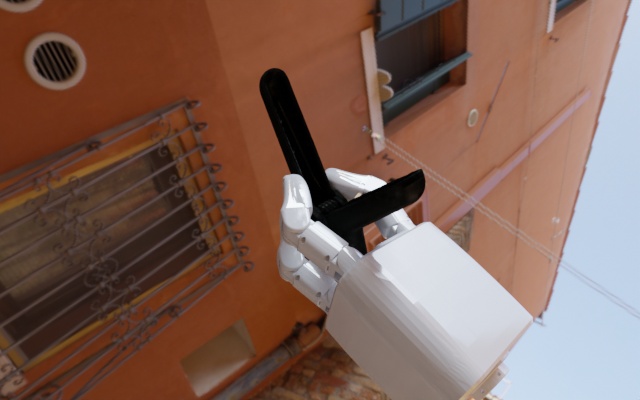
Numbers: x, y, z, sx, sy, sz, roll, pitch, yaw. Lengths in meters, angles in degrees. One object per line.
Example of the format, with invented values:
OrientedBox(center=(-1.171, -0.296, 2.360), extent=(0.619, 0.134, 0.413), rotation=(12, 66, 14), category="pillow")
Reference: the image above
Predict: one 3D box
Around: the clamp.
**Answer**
OrientedBox(center=(0.001, 0.001, 0.408), extent=(0.036, 0.164, 0.210), rotation=(-29, -29, -27), category="clamp")
